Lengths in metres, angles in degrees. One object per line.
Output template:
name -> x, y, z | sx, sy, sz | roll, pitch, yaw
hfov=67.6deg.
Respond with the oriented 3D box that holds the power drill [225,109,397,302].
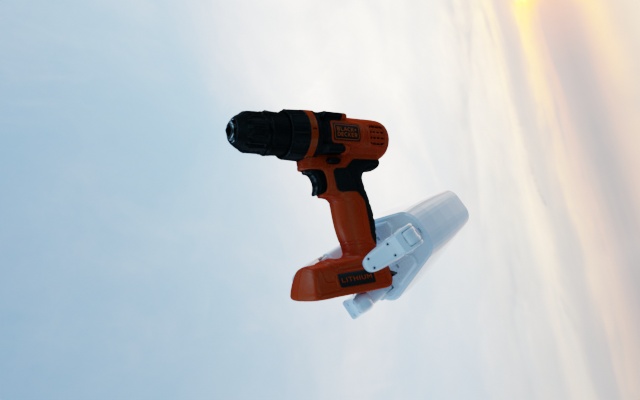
power drill -> 0.000, 0.002, 0.474 | 0.184, 0.187, 0.057 | -2, -7, -33
